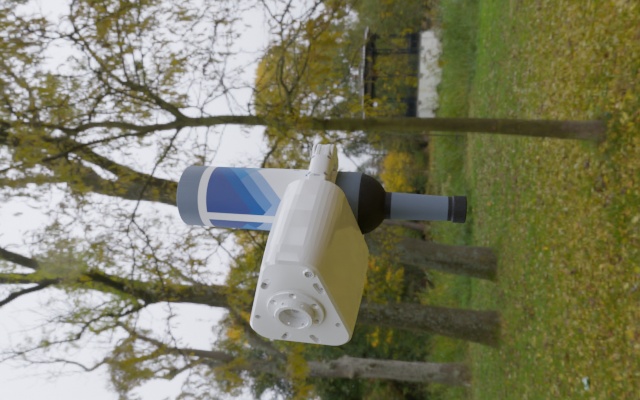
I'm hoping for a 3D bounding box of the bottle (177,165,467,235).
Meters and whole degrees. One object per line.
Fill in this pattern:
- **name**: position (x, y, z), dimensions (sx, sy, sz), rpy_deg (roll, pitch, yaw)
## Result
- **bottle**: position (0.000, 0.002, 0.503), dimensions (0.296, 0.069, 0.069), rpy_deg (3, 0, 11)
